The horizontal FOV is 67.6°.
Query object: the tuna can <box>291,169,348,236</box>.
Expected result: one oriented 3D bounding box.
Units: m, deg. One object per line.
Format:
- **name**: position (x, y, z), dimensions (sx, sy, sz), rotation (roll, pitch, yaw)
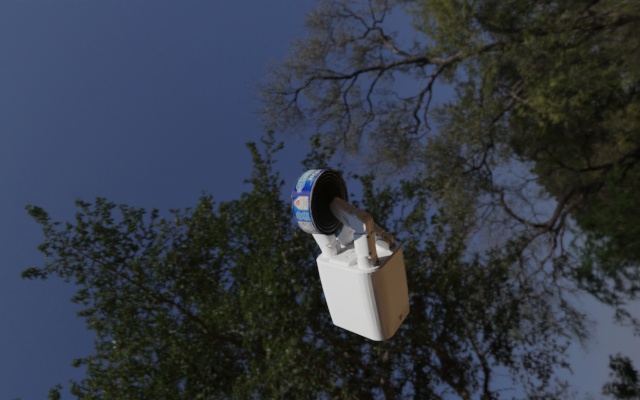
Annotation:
- **tuna can**: position (0.000, 0.002, 0.621), dimensions (0.034, 0.086, 0.086), rotation (3, 1, 35)
